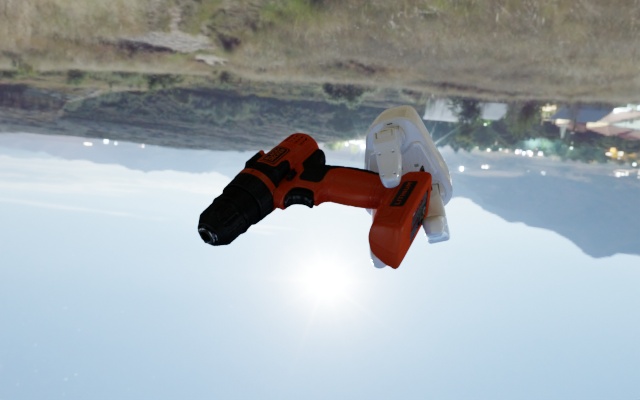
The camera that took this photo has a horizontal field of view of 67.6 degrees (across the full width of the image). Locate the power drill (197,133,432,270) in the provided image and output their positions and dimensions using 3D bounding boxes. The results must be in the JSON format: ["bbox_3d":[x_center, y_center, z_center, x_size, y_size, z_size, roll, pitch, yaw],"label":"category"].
[{"bbox_3d":[0.001,0.002,0.463,0.187,0.057,0.184,17,42,22],"label":"power drill"}]
